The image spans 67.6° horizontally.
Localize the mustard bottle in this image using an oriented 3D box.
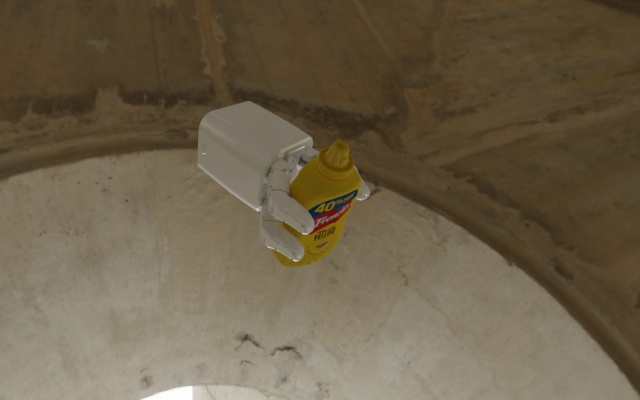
[{"bbox_3d":[0.000,0.002,0.575,0.096,0.058,0.192,-20,-32,-30],"label":"mustard bottle"}]
